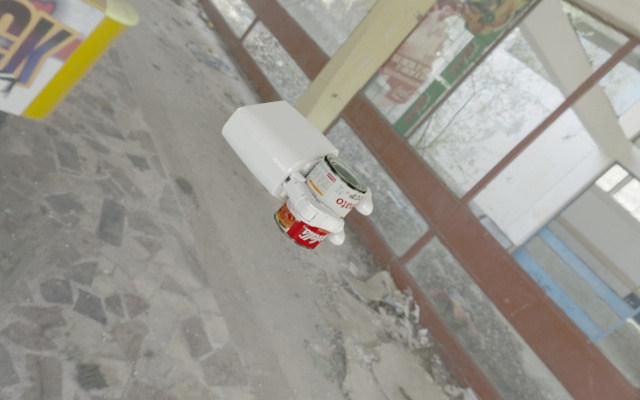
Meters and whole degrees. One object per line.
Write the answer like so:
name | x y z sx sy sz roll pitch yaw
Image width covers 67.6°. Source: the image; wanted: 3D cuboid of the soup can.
soup can | 0.001 0.002 0.585 0.068 0.102 0.068 37 19 -15
